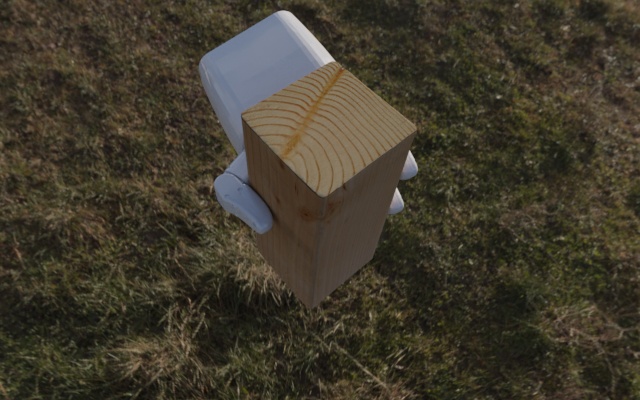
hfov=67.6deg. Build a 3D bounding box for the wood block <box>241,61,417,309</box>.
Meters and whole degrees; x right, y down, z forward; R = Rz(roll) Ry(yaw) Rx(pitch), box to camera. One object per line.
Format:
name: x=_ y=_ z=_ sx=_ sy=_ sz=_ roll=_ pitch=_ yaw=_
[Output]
wood block: x=0.000 y=0.001 z=0.411 sx=0.091 sy=0.090 sz=0.206 roll=-35 pitch=-24 yaw=-22
